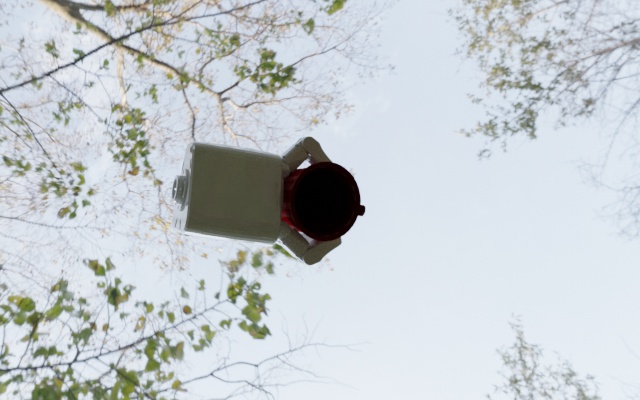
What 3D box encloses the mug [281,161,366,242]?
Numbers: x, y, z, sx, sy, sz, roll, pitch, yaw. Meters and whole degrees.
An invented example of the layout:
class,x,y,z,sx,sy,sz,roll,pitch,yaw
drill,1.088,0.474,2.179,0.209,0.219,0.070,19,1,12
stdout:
class,x,y,z,sx,sy,sz,roll,pitch,yaw
mug,0.001,0.002,0.594,0.117,0.093,0.081,9,-3,-27
